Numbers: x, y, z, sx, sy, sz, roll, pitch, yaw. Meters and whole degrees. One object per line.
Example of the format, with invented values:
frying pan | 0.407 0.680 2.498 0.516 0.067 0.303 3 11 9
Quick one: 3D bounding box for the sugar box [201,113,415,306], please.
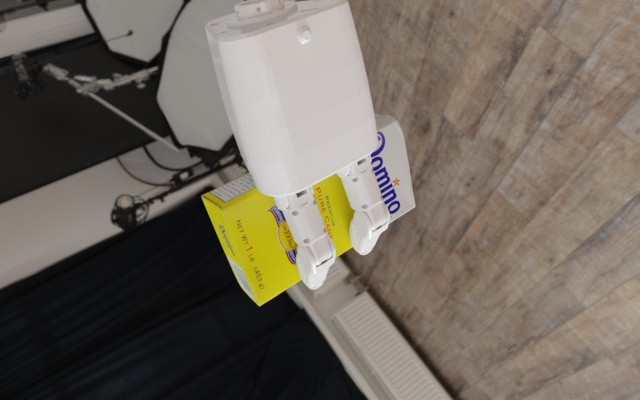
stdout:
sugar box | 0.000 0.001 0.403 0.176 0.093 0.048 -29 30 -23
